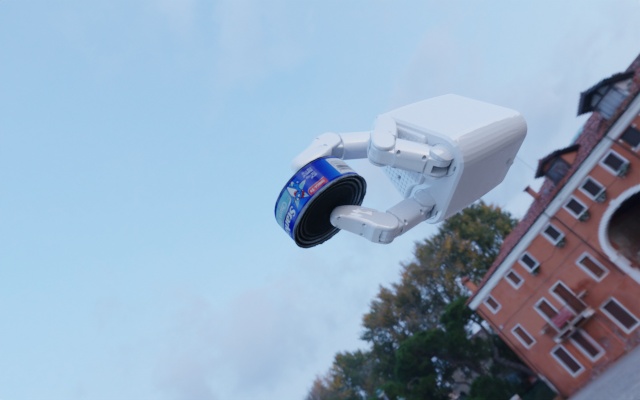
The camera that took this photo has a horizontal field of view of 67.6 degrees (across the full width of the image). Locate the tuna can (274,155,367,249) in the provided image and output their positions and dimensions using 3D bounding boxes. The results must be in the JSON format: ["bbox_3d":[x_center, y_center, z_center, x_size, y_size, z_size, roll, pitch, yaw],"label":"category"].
[{"bbox_3d":[0.000,0.001,0.439,0.033,0.086,0.086,44,24,28],"label":"tuna can"}]
